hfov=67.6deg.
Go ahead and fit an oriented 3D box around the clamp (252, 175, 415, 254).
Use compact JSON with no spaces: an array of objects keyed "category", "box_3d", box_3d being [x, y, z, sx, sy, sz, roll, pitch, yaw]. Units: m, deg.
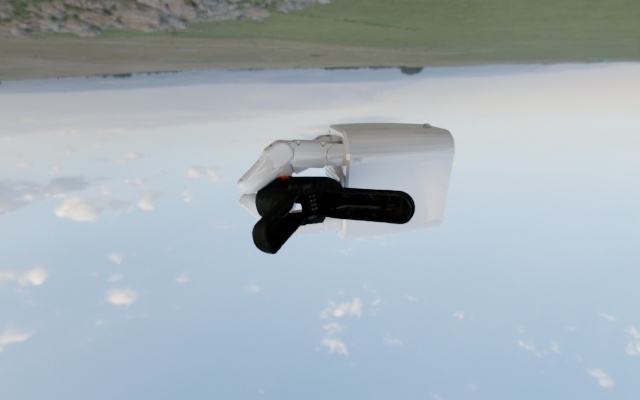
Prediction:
[{"category":"clamp","box_3d":[0.000,0.002,0.401,0.120,0.039,0.171,-4,15,-10]}]
